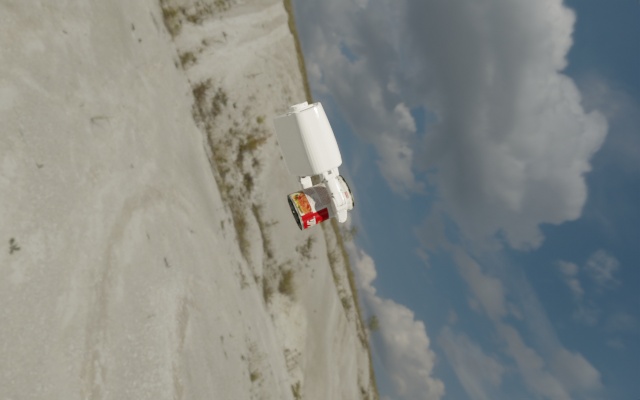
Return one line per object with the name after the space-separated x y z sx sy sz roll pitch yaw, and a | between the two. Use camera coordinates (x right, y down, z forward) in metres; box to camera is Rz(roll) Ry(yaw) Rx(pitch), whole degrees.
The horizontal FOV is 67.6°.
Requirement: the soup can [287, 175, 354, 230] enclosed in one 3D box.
0.001 0.003 0.849 0.102 0.068 0.068 -22 4 -11 | soup can
